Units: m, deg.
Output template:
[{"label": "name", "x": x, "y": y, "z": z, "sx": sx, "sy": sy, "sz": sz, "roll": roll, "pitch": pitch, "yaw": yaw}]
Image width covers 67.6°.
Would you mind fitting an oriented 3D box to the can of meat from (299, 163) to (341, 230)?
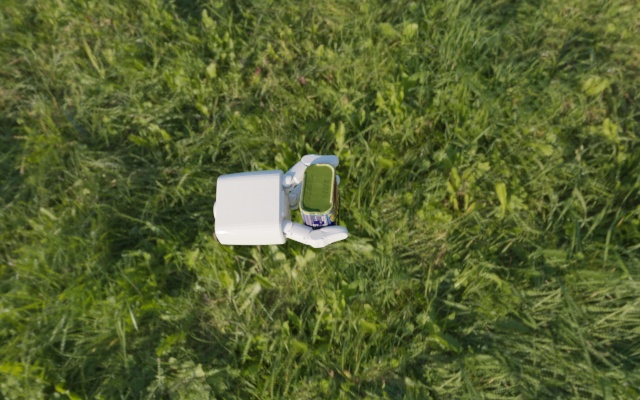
[{"label": "can of meat", "x": 0.000, "y": 0.002, "z": 0.769, "sx": 0.057, "sy": 0.102, "sz": 0.084, "roll": 0, "pitch": -34, "yaw": 8}]
